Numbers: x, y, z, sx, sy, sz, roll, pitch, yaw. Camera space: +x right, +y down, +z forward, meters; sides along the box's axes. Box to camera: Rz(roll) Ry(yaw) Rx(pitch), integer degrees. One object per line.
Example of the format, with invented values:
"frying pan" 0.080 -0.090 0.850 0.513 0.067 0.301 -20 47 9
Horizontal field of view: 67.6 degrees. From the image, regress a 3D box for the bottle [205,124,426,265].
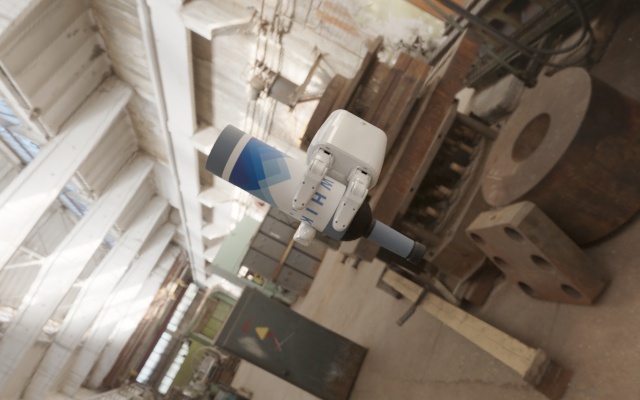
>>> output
"bottle" 0.000 0.002 0.610 0.296 0.069 0.069 28 -2 -3
